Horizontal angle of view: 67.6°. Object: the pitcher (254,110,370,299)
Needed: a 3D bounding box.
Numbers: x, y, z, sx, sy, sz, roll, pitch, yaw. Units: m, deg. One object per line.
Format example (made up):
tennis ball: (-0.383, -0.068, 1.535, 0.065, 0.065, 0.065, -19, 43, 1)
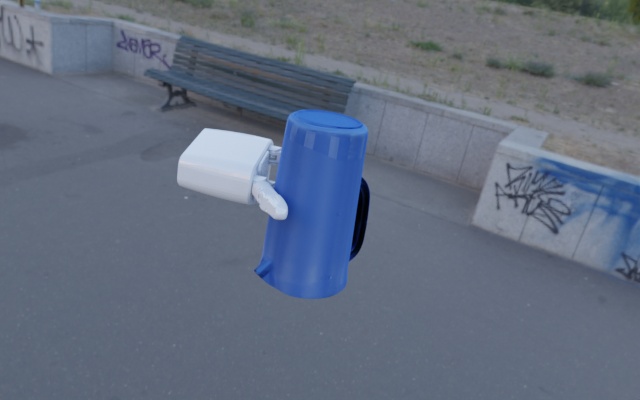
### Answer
pitcher: (0.000, 0.002, 0.674, 0.145, 0.243, 0.149, 12, 22, 5)
